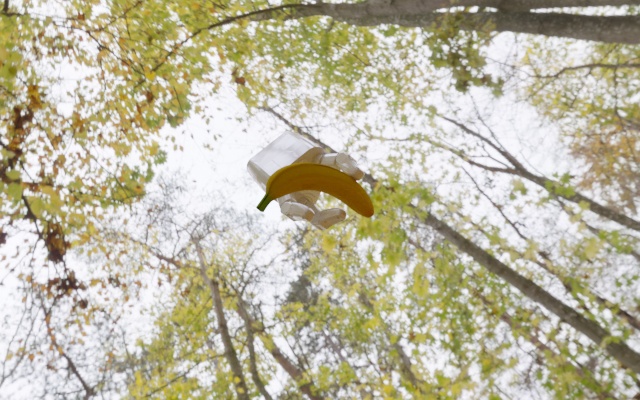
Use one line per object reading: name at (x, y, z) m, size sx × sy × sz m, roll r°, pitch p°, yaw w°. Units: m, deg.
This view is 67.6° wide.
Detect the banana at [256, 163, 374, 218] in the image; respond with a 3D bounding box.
banana at (0.002, -0.016, 0.657) m, size 0.198 × 0.070 × 0.037 m, roll 5°, pitch 18°, yaw -35°
